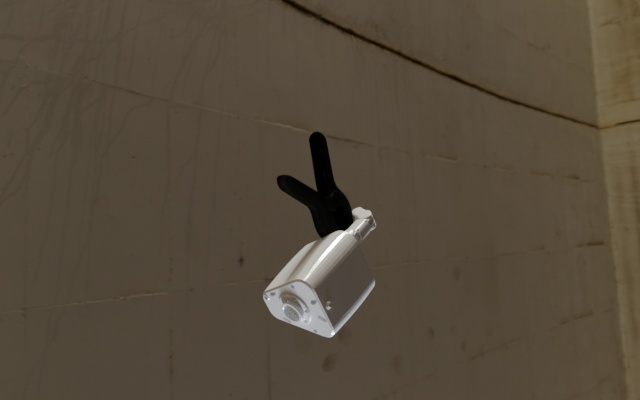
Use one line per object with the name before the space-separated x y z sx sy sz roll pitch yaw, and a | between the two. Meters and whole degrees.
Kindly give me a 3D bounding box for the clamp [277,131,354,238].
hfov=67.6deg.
clamp | 0.000 0.002 0.665 0.039 0.171 0.120 -7 25 41
